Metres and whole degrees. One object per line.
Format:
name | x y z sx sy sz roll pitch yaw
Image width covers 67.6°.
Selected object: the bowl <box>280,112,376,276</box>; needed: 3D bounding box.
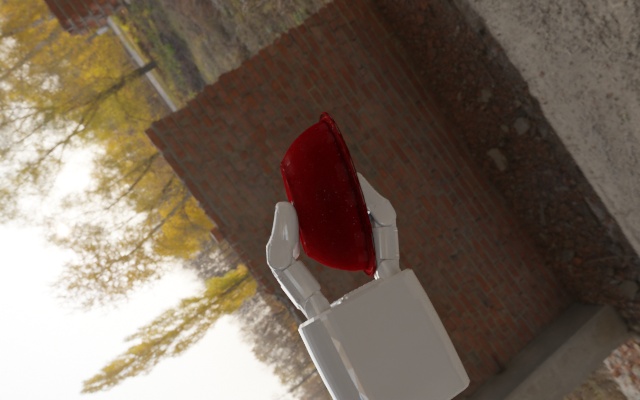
bowl | -0.001 0.001 0.454 0.055 0.162 0.162 -16 1 -6
